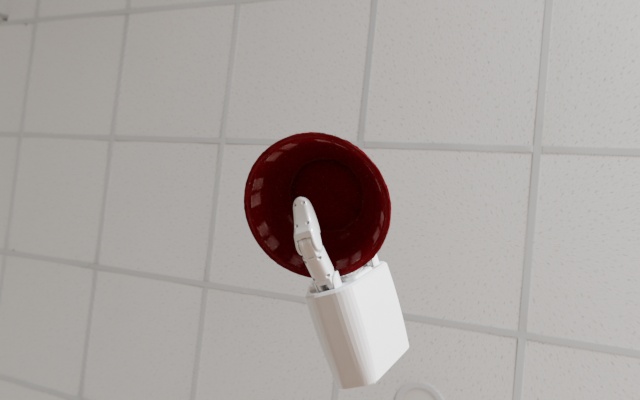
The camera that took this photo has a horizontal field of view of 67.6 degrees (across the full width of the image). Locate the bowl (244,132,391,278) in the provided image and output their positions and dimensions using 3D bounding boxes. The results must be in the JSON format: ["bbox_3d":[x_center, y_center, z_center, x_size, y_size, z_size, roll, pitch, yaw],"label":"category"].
[{"bbox_3d":[0.000,0.000,0.527,0.162,0.162,0.055,0,16,15],"label":"bowl"}]
